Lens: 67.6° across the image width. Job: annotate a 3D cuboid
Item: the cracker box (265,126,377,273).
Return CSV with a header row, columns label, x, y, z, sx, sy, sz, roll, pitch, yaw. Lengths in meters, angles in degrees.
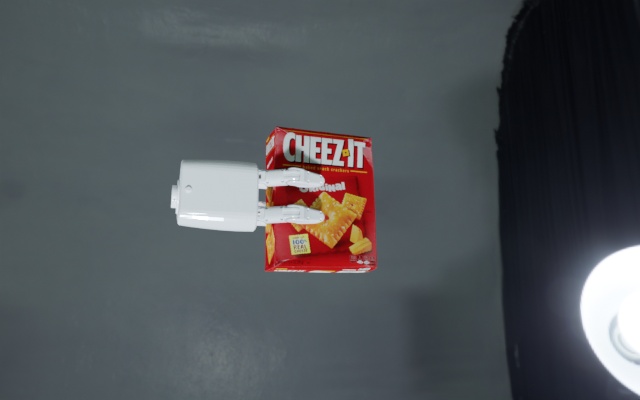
label,x,y,z,sx,sy,sz,roll,pitch,yaw
cracker box,0.000,0.003,0.740,0.164,0.213,0.072,4,-14,-19
